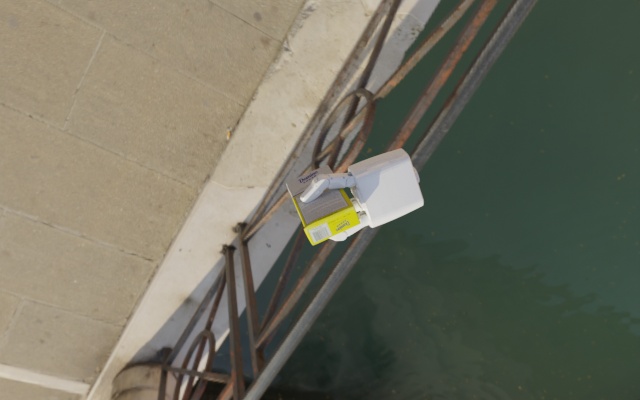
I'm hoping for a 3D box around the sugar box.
[{"bbox_3d":[0.000,0.003,0.874,0.093,0.048,0.176,-24,29,-2],"label":"sugar box"}]
